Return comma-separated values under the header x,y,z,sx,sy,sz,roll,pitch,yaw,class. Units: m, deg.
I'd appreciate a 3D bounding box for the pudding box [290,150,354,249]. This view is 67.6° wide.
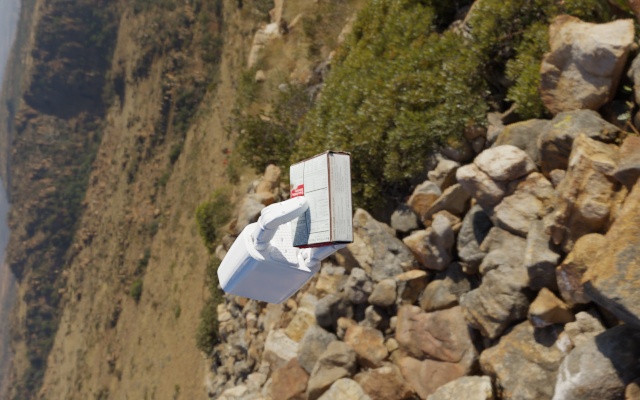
x,y,z,sx,sy,sz,roll,pitch,yaw,class
0.000,0.002,0.597,0.039,0.113,0.090,2,-9,-35,pudding box
